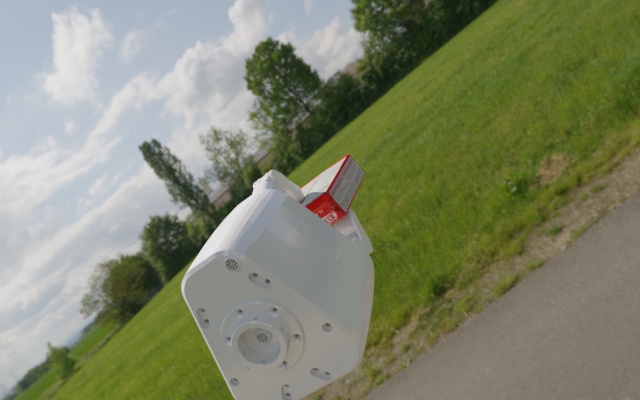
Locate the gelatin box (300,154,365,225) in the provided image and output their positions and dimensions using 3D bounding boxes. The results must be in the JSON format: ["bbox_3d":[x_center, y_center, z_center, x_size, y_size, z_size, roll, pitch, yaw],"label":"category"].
[{"bbox_3d":[0.000,0.001,0.456,0.073,0.030,0.089,-35,14,30],"label":"gelatin box"}]
